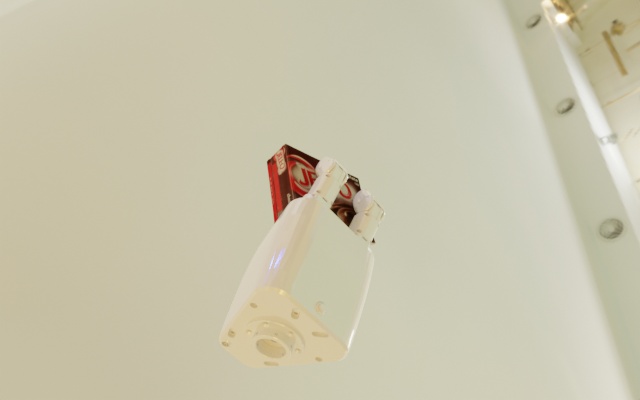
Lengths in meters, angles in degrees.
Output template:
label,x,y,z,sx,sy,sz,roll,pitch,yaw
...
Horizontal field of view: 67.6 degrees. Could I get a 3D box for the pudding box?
label,x,y,z,sx,sy,sz,roll,pitch,yaw
pudding box,0.000,0.002,0.501,0.113,0.090,0.039,24,-47,-40
